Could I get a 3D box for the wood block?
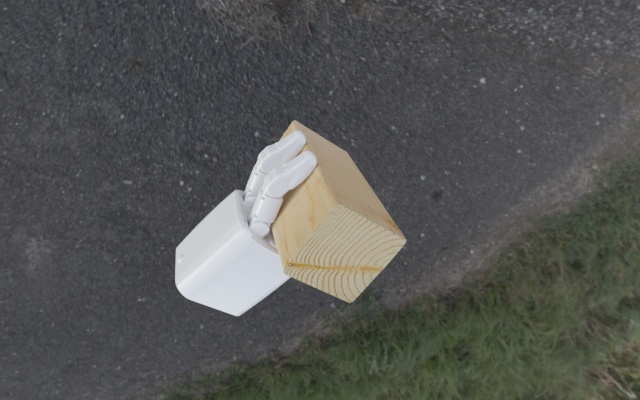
[{"bbox_3d":[0.000,0.002,0.535,0.091,0.090,0.206,29,19,-28],"label":"wood block"}]
